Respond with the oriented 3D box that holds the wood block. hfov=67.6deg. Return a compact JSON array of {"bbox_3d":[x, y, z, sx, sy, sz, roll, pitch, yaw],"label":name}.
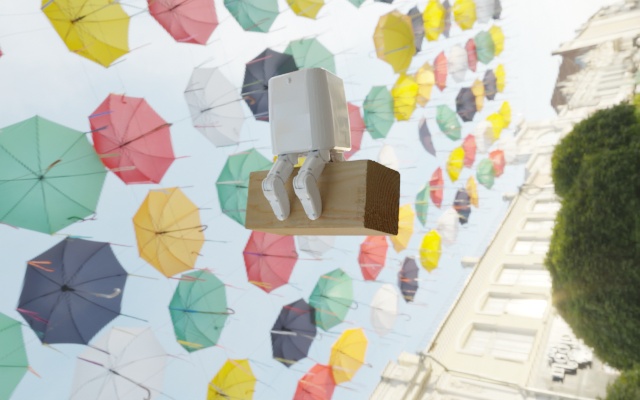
[{"bbox_3d":[0.000,0.002,0.677,0.206,0.090,0.091,-3,-11,37],"label":"wood block"}]
